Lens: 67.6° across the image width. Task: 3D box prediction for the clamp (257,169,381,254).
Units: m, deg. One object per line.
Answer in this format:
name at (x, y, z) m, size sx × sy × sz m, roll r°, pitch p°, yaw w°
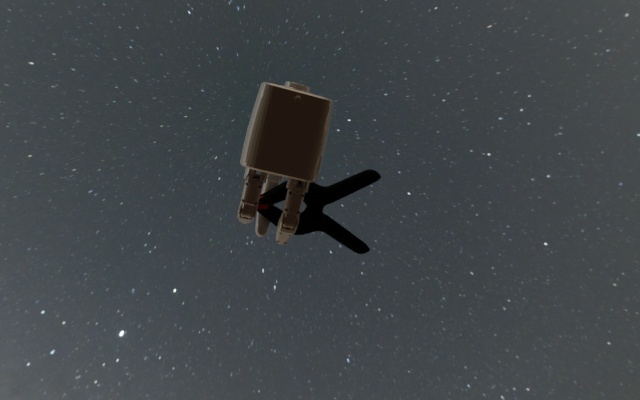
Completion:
clamp at (0.000, 0.002, 0.651) m, size 0.171 × 0.120 × 0.039 m, roll 13°, pitch 9°, yaw -10°
